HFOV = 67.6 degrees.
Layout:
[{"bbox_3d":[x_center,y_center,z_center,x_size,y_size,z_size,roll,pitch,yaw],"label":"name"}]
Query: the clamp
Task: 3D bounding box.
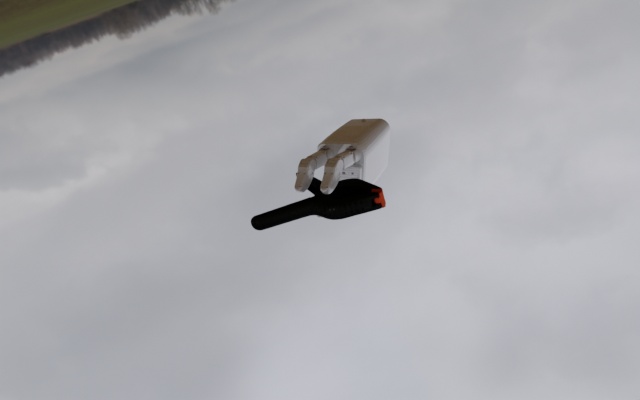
[{"bbox_3d":[0.001,0.003,0.762,0.210,0.036,0.164,4,36,37],"label":"clamp"}]
